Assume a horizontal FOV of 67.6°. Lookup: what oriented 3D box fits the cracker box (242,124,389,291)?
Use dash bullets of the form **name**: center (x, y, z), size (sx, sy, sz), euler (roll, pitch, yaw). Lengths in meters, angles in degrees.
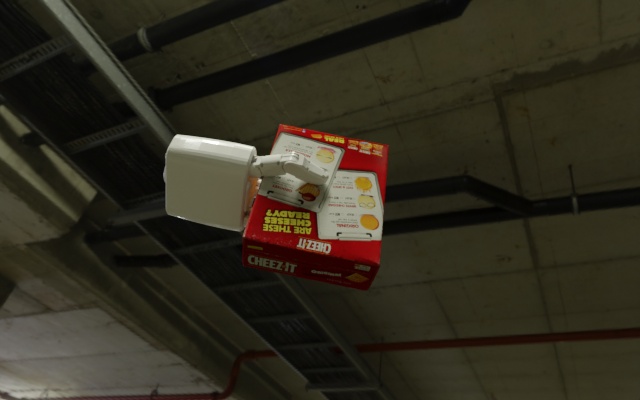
- **cracker box**: center (0.000, 0.002, 0.640), size (0.164, 0.213, 0.072), euler (11, -41, 0)
